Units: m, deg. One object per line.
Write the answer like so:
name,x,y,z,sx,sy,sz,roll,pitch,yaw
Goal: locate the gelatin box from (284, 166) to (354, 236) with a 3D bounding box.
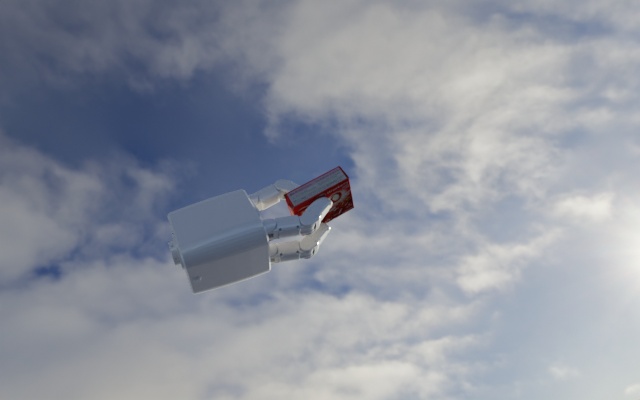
gelatin box,0.000,0.002,0.662,0.089,0.030,0.073,-29,-35,-9
